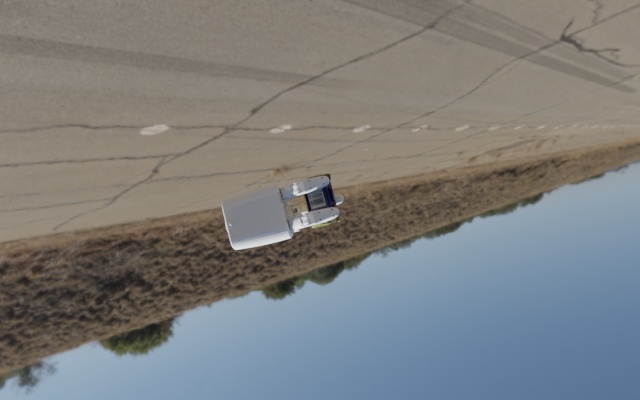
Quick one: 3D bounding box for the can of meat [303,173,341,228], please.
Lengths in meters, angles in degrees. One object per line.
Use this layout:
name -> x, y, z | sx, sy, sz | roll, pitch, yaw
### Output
can of meat -> 0.000, 0.003, 0.849 | 0.057, 0.084, 0.102 | -14, -4, 1
